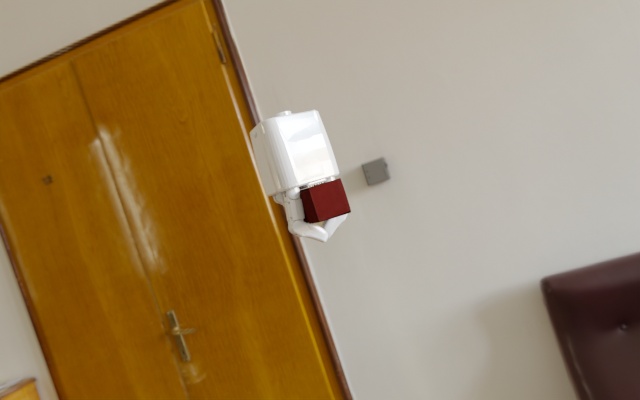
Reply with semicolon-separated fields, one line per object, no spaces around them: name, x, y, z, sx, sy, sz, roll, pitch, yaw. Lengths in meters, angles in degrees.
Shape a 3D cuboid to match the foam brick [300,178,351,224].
foam brick;0.000;0.002;0.694;0.053;0.051;0.078;-17;2;-21
